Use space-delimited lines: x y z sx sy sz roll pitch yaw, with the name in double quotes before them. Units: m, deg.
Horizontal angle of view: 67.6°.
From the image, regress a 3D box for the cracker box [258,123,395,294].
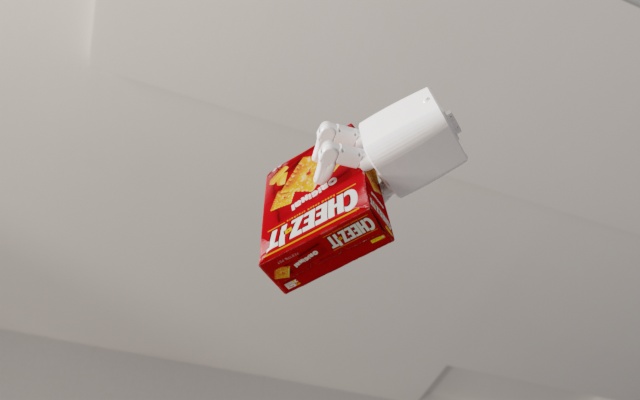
"cracker box" 0.000 0.002 0.665 0.164 0.072 0.213 -29 32 17
